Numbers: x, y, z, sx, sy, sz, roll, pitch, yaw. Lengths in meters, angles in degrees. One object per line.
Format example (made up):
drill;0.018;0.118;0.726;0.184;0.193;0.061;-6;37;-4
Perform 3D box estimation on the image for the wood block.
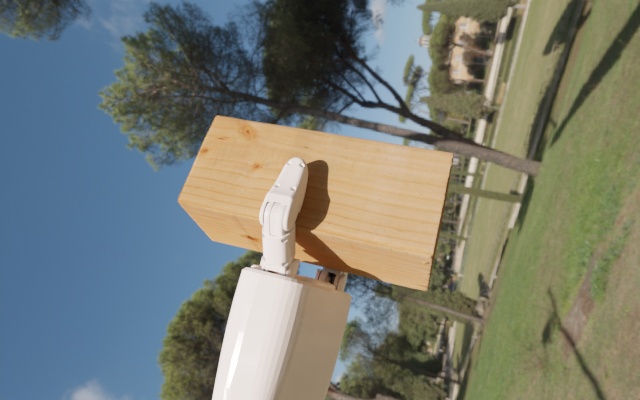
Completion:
wood block;0.000;0.002;0.413;0.206;0.090;0.091;11;-25;15
